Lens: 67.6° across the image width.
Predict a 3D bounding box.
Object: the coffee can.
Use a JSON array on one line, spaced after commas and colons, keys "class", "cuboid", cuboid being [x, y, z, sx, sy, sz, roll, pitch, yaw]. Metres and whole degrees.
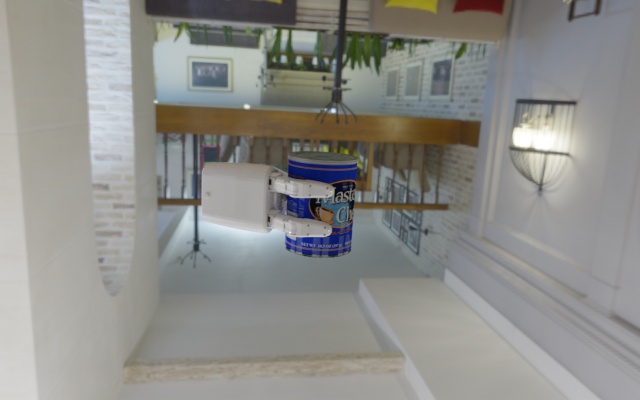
[{"class": "coffee can", "cuboid": [0.000, 0.002, 0.708, 0.103, 0.140, 0.102, 3, 12, -1]}]
